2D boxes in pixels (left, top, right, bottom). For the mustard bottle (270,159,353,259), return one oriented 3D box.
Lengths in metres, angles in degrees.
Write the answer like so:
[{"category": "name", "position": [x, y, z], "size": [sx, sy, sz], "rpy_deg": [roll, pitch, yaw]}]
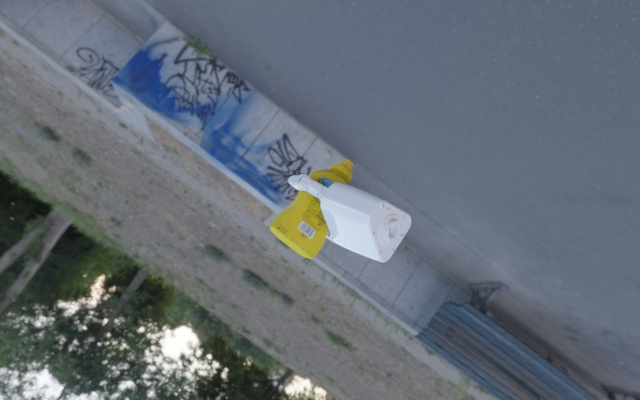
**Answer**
[{"category": "mustard bottle", "position": [0.000, 0.003, 0.862], "size": [0.096, 0.191, 0.058], "rpy_deg": [41, -15, -19]}]
